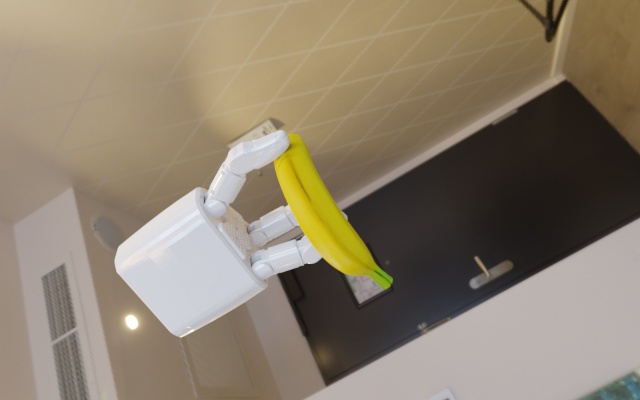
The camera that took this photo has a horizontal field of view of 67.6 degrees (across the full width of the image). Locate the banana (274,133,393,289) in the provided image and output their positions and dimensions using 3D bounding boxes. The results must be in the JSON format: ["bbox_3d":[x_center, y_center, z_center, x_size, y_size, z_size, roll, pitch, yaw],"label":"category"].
[{"bbox_3d":[-0.007,-0.003,0.429,0.037,0.197,0.070,-36,-34,9],"label":"banana"}]
